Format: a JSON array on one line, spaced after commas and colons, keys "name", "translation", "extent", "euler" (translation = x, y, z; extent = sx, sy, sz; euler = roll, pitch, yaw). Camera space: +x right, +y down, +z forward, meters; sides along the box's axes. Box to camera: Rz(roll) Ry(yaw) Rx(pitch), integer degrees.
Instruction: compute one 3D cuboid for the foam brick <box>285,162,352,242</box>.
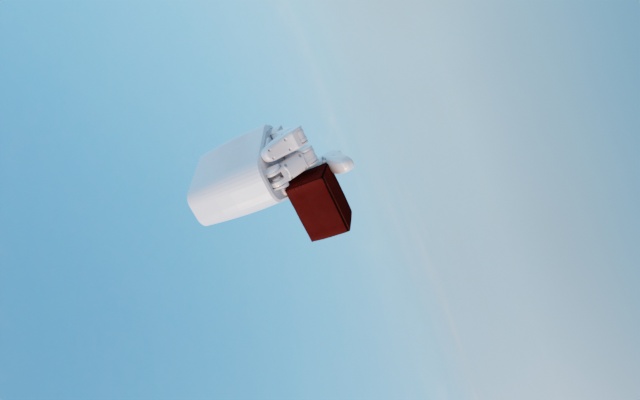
[{"name": "foam brick", "translation": [0.000, 0.002, 0.589], "extent": [0.051, 0.078, 0.053], "euler": [-21, 20, 16]}]
